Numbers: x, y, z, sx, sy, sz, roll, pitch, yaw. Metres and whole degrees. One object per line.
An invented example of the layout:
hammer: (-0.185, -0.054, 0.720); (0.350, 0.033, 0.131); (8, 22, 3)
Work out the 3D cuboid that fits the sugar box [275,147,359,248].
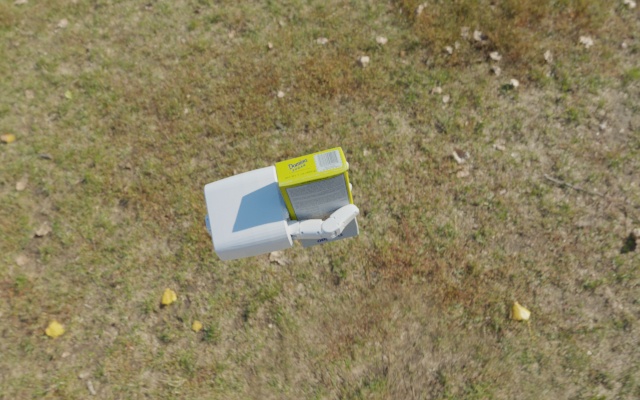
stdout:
sugar box: (0.000, 0.002, 0.688); (0.093, 0.048, 0.176); (-13, -31, 1)
